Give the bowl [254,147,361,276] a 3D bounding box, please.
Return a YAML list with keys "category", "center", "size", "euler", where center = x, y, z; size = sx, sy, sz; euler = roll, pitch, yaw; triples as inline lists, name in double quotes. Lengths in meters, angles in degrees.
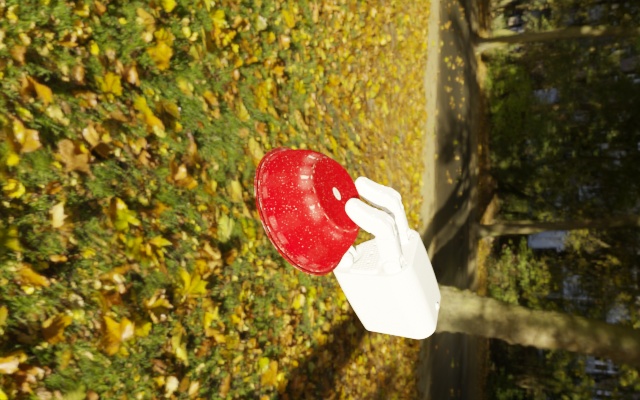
- category: "bowl"
  center: [0.000, 0.001, 0.553]
  size: [0.055, 0.162, 0.162]
  euler: [-25, -14, 33]
